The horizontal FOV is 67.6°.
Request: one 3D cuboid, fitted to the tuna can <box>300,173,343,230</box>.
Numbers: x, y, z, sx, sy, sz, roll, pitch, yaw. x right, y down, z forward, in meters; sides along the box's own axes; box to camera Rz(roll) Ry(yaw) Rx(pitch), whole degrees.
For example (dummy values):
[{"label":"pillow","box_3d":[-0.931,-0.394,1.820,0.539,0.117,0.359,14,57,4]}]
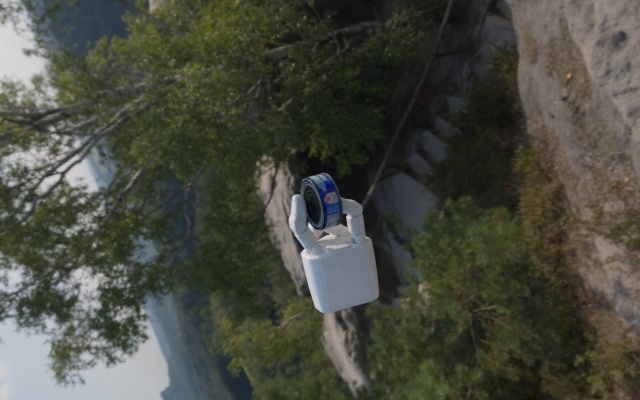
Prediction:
[{"label":"tuna can","box_3d":[0.000,0.003,0.742,0.034,0.086,0.086,-15,6,-23]}]
